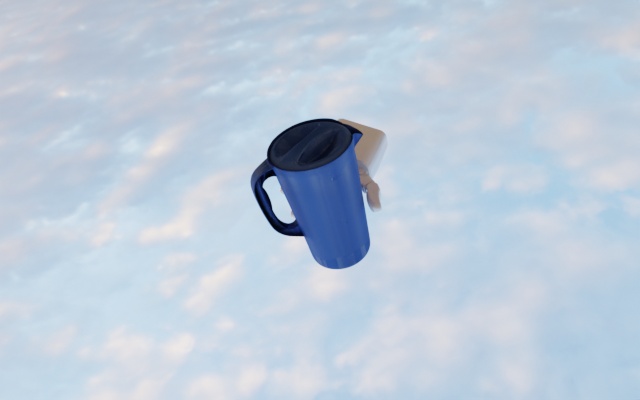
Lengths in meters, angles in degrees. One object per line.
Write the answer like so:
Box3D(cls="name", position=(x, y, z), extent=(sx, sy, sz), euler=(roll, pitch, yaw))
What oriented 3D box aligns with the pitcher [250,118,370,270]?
Box3D(cls="pitcher", position=(0.000, 0.002, 0.780), extent=(0.149, 0.243, 0.145), euler=(5, 44, 25))
